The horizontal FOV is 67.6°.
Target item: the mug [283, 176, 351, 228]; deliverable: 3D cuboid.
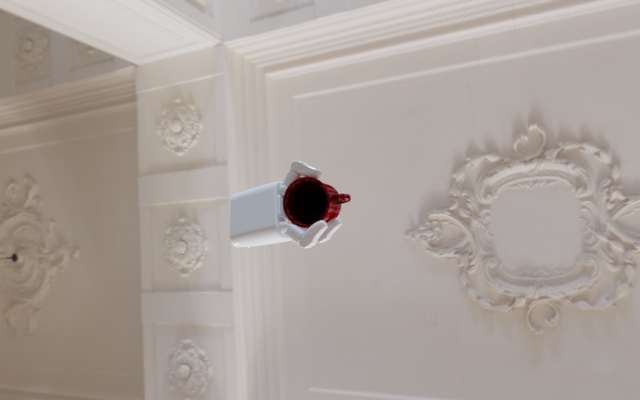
[{"bbox_3d":[0.002,0.003,0.887,0.117,0.093,0.081,-13,-8,21],"label":"mug"}]
